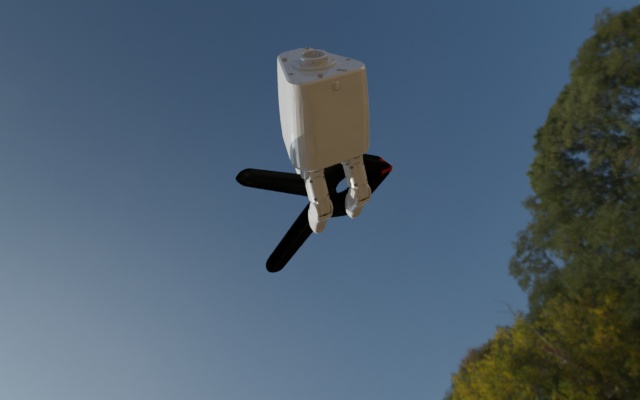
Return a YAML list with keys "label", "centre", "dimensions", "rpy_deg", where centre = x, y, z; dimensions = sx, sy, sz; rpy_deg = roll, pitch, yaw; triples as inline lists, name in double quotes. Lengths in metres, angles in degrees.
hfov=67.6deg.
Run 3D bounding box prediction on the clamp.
- label: "clamp"
  centre: [0.000, 0.001, 0.622]
  dimensions: [0.210, 0.165, 0.036]
  rpy_deg: [-21, 41, -22]
